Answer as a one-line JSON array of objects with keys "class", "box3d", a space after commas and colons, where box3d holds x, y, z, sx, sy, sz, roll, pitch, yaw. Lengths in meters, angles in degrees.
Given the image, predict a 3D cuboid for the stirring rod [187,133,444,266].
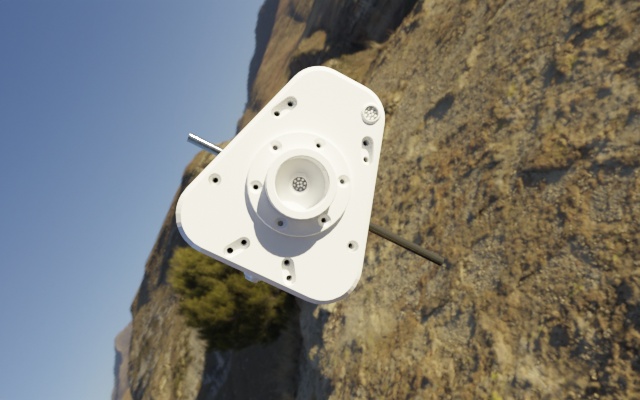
[{"class": "stirring rod", "box3d": [0.000, 0.001, 0.405, 0.239, 0.011, 0.011, 26, -4, -8]}]
